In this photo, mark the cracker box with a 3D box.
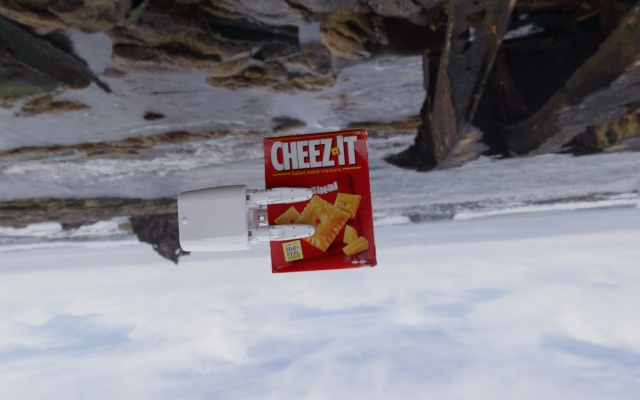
[{"bbox_3d":[0.000,0.003,0.754,0.164,0.213,0.072,-5,-3,6],"label":"cracker box"}]
